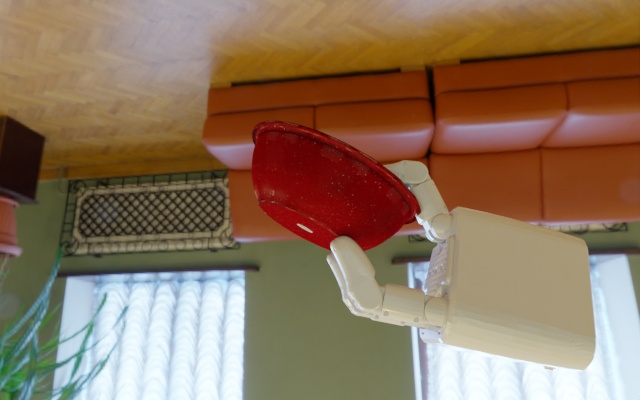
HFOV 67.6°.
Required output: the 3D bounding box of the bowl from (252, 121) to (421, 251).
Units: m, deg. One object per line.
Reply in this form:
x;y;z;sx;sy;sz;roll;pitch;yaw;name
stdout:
-0.001;0.001;0.409;0.162;0.055;0.162;26;-15;8;bowl
